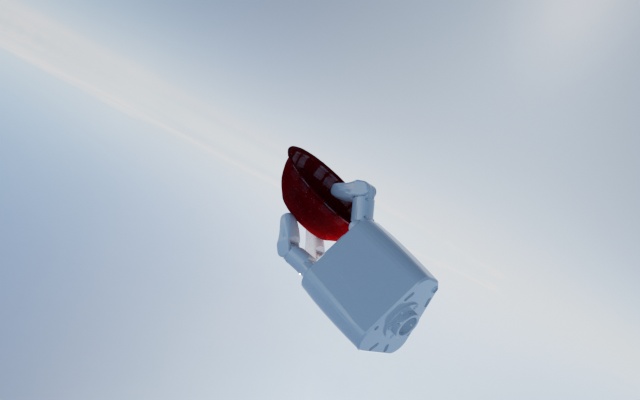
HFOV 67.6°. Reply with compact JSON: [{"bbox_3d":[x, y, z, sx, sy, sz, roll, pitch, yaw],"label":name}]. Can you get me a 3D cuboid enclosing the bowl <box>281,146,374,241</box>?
[{"bbox_3d":[-0.001,0.002,0.641,0.055,0.162,0.162,-45,-15,16],"label":"bowl"}]
